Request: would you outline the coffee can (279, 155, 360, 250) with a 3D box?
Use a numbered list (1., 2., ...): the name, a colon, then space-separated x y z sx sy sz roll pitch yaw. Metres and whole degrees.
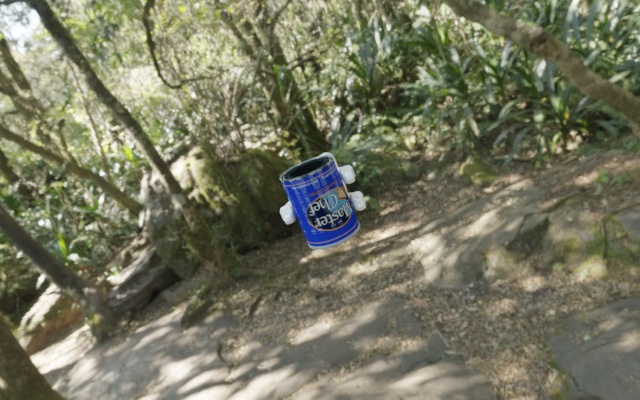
1. coffee can: 0.000 0.003 0.862 0.103 0.140 0.102 -20 18 7
